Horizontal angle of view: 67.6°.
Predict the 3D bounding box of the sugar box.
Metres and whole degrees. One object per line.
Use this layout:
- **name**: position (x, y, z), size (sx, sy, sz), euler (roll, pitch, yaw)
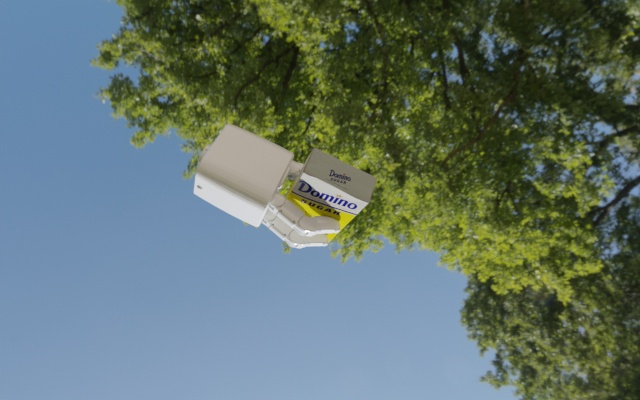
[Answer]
- **sugar box**: position (0.000, 0.003, 0.666), size (0.093, 0.048, 0.176), euler (25, -26, -6)
